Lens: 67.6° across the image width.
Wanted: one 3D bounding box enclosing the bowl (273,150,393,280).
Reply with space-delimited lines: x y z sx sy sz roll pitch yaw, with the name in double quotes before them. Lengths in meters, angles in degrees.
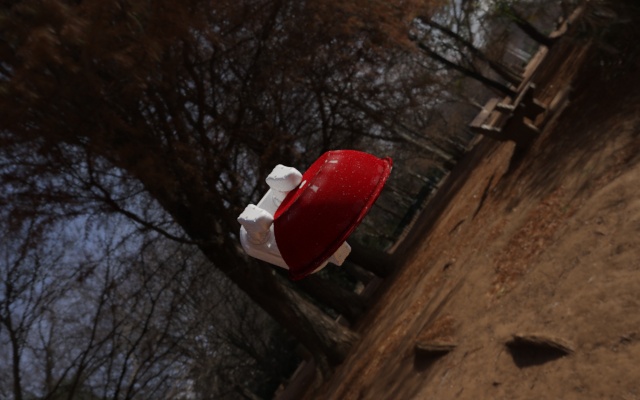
"bowl" 0.000 0.001 0.492 0.055 0.162 0.162 40 -8 -10
